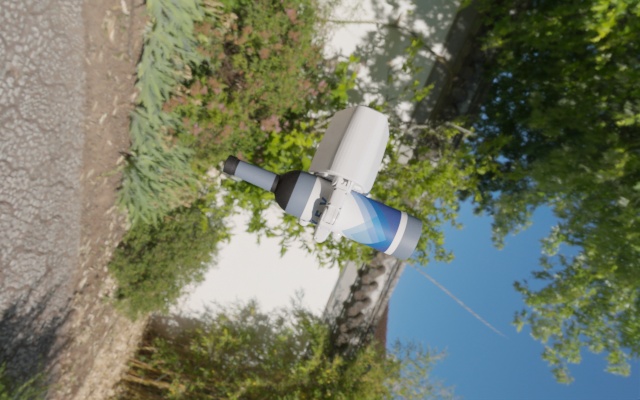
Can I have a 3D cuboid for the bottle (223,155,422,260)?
[{"bbox_3d":[0.000,0.002,0.698,0.296,0.069,0.069,22,-2,-4],"label":"bottle"}]
